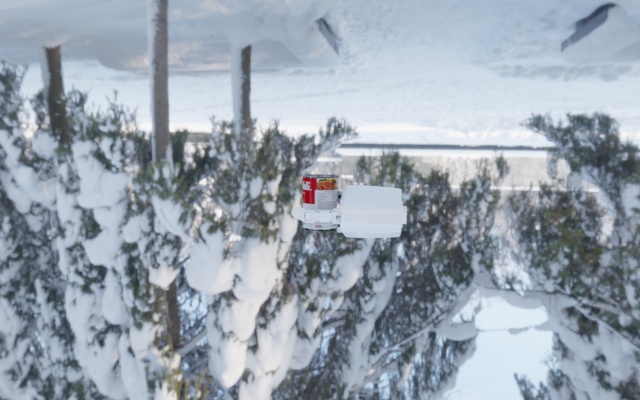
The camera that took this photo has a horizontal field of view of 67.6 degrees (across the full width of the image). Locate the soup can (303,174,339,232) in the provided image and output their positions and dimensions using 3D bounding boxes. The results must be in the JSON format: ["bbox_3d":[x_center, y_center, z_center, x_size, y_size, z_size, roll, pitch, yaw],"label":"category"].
[{"bbox_3d":[0.000,0.003,0.896,0.068,0.102,0.068,1,6,0],"label":"soup can"}]
